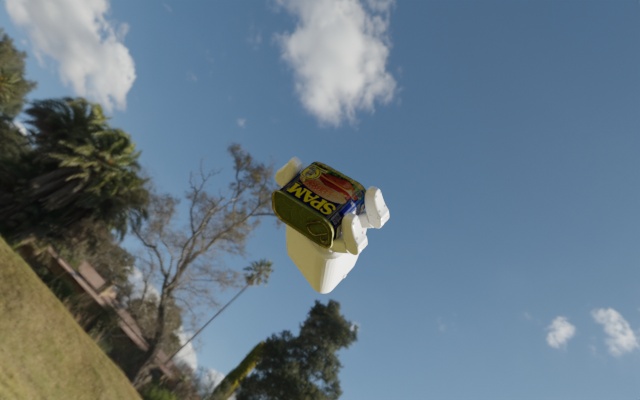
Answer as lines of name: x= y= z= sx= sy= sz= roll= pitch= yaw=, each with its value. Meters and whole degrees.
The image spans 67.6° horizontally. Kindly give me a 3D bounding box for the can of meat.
can of meat: x=0.000 y=0.002 z=0.639 sx=0.102 sy=0.057 sz=0.084 roll=31 pitch=53 yaw=23
